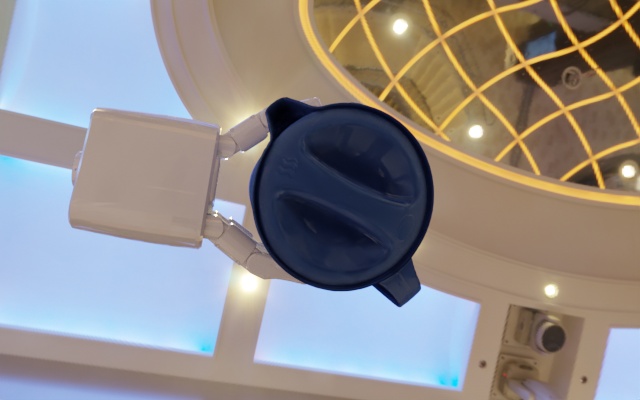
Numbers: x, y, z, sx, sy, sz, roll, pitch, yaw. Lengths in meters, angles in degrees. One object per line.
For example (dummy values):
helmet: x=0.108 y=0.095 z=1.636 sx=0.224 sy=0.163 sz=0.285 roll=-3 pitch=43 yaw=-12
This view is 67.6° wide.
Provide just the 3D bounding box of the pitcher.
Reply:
pitcher: x=0.000 y=0.001 z=0.447 sx=0.145 sy=0.149 sz=0.243 roll=7 pitch=1 yaw=-12
